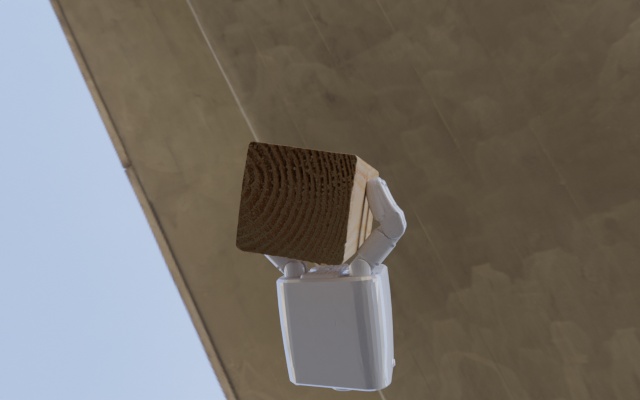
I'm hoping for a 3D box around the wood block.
[{"bbox_3d":[0.000,0.002,0.472,0.091,0.090,0.206,8,1,11],"label":"wood block"}]
